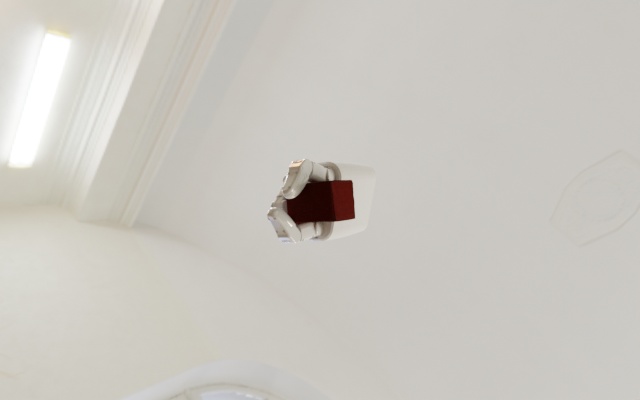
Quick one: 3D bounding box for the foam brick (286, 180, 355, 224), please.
[{"bbox_3d":[0.000,0.002,0.627,0.078,0.053,0.051,-4,0,37],"label":"foam brick"}]
